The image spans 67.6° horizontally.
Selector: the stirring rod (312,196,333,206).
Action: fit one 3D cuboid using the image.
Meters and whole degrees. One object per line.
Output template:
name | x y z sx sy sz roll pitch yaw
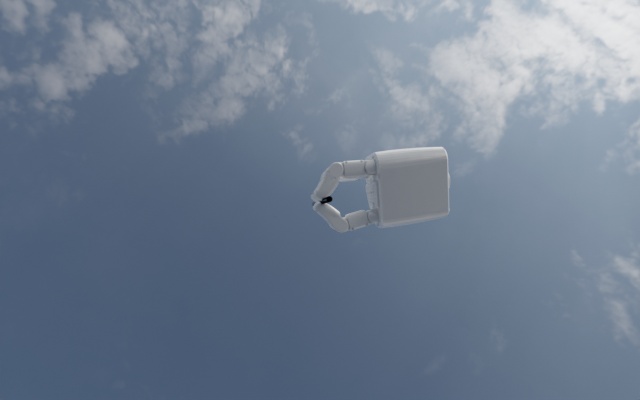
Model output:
stirring rod | 0.000 0.002 0.733 0.011 0.011 0.239 0 -2 -5
